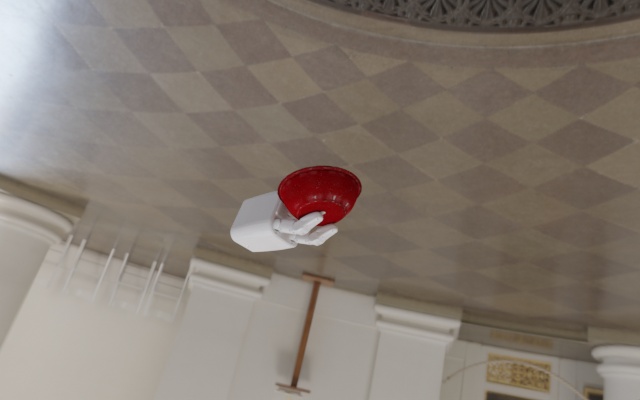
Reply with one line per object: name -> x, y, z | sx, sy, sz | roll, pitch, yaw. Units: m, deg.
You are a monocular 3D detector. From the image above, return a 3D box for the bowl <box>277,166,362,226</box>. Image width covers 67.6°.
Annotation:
bowl -> 0.001, 0.003, 0.897 | 0.162, 0.055, 0.162 | -3, -33, -2
